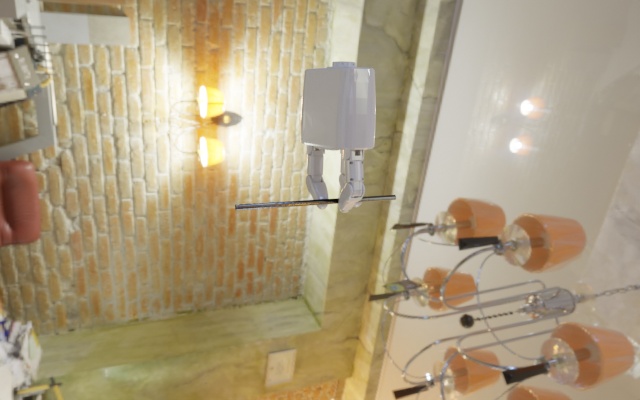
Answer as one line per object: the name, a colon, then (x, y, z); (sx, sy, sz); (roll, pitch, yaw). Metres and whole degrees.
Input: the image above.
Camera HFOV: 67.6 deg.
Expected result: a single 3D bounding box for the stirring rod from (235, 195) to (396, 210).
stirring rod: (0.000, 0.002, 0.672); (0.239, 0.011, 0.011); (-4, 1, -22)
